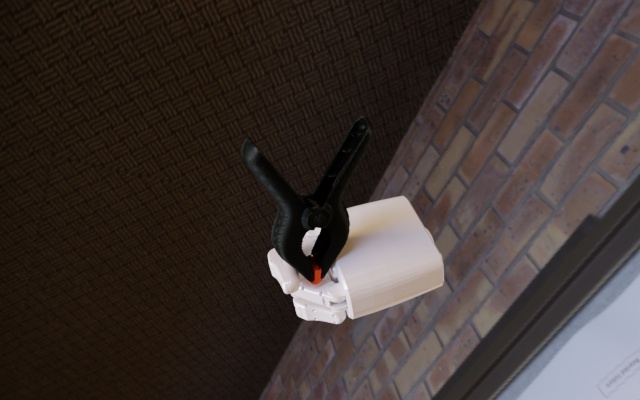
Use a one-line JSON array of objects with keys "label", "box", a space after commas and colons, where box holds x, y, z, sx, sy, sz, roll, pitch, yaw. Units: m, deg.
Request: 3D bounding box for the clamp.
[{"label": "clamp", "box": [0.000, 0.002, 0.447, 0.120, 0.172, 0.039, -17, 38, -11]}]
